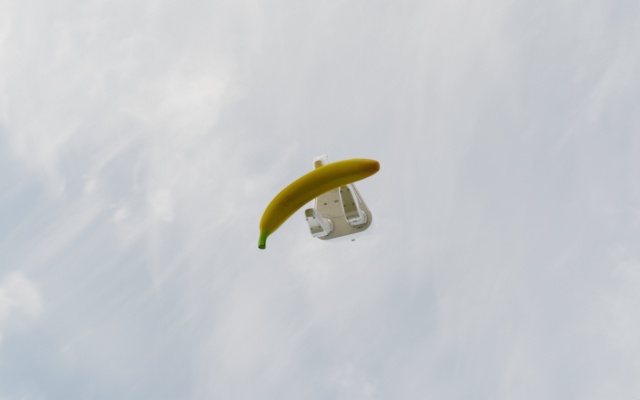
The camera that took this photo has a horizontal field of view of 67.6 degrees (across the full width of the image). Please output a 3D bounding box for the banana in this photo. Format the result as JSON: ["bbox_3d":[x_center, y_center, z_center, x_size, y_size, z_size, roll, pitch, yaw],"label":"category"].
[{"bbox_3d":[-0.012,-0.008,0.661,0.198,0.069,0.037,-36,-34,0],"label":"banana"}]
